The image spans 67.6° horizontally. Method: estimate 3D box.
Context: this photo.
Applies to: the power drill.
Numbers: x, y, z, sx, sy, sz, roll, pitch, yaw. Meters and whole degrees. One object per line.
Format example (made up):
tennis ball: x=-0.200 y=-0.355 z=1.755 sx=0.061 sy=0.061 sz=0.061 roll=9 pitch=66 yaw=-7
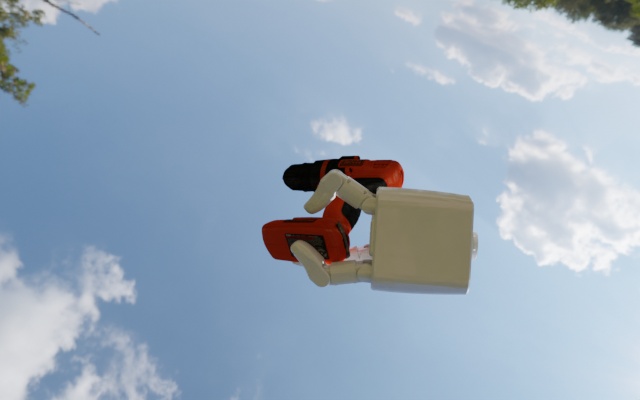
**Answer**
power drill: x=0.000 y=0.002 z=0.627 sx=0.184 sy=0.057 sz=0.187 roll=-1 pitch=34 yaw=29
